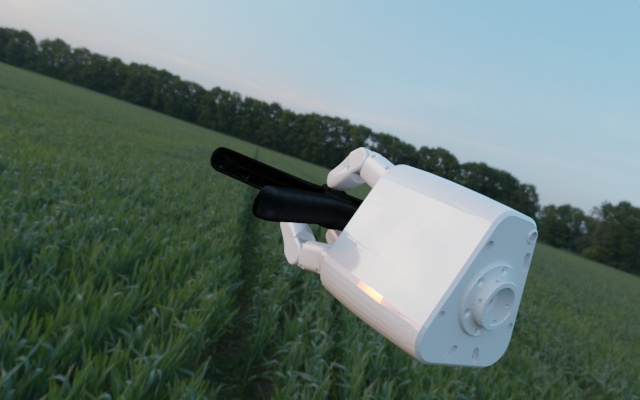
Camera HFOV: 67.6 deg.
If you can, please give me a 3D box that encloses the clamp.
[{"bbox_3d":[0.001,0.001,0.452,0.210,0.036,0.164,17,10,-35],"label":"clamp"}]
